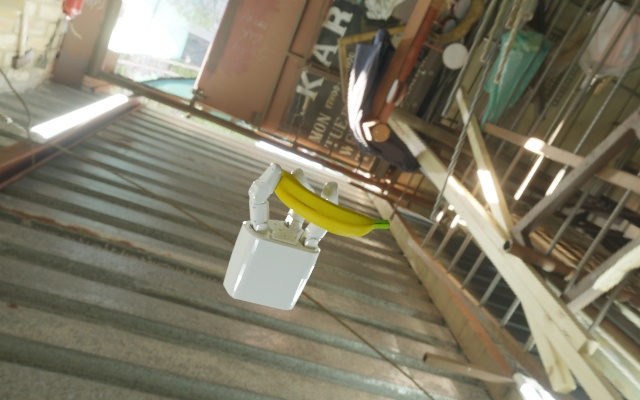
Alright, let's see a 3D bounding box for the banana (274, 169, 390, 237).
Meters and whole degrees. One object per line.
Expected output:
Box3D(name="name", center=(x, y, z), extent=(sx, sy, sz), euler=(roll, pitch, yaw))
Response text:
Box3D(name="banana", center=(-0.008, 0.004, 0.640), extent=(0.197, 0.037, 0.069), euler=(28, 18, 29))
